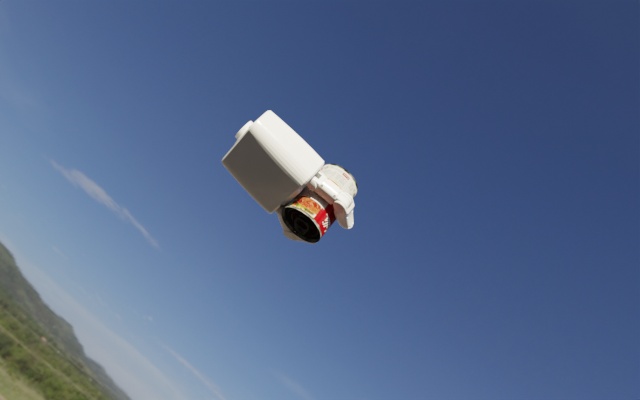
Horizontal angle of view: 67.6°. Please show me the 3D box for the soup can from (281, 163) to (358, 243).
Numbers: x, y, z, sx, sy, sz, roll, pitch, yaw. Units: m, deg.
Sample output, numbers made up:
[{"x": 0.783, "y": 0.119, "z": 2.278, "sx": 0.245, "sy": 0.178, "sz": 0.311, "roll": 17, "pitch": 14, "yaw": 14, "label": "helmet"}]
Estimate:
[{"x": 0.001, "y": 0.002, "z": 0.693, "sx": 0.068, "sy": 0.068, "sz": 0.102, "roll": 0, "pitch": 40, "yaw": 47, "label": "soup can"}]
